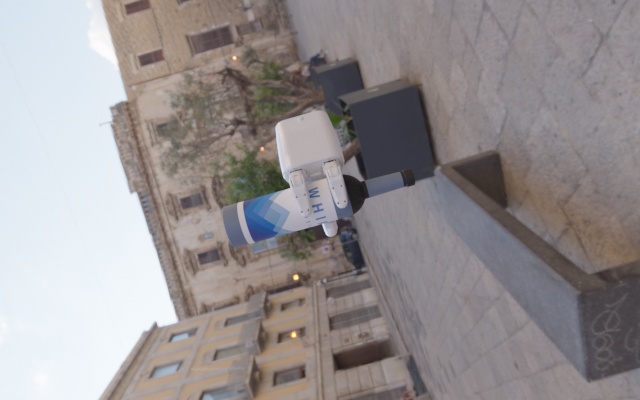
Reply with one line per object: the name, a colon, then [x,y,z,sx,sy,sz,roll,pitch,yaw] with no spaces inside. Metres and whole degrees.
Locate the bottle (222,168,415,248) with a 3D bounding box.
bottle: [0.000,0.003,0.739,0.296,0.069,0.069,-16,-1,1]
